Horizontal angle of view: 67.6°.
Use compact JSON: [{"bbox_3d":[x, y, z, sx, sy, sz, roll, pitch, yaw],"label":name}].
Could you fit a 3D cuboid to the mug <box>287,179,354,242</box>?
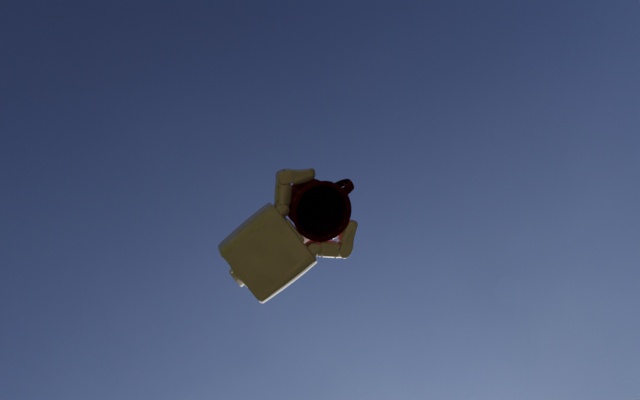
[{"bbox_3d":[0.001,0.001,0.748,0.117,0.093,0.081,-38,19,-8],"label":"mug"}]
